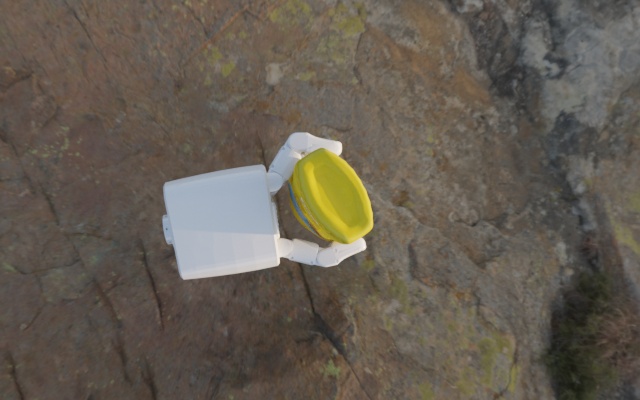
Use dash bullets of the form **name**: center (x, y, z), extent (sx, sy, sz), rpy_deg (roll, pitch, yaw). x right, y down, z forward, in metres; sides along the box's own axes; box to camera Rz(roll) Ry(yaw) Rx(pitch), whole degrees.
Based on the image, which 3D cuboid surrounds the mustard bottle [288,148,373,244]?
- **mustard bottle**: center (0.000, 0.002, 0.545), extent (0.058, 0.096, 0.191), rpy_deg (-34, 2, -10)
